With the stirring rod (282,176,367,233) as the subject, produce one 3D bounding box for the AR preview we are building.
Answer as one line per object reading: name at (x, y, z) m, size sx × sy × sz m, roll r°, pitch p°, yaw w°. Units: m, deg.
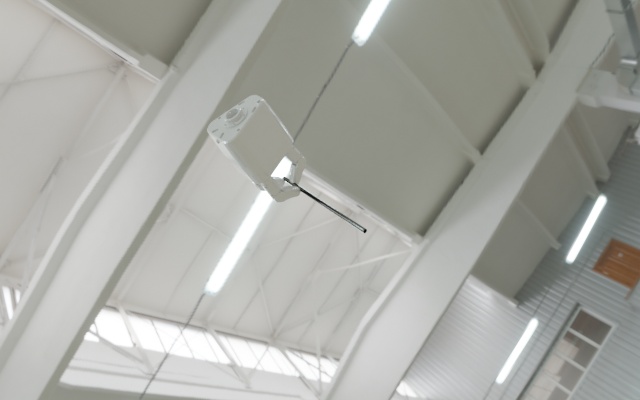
stirring rod at (0.000, 0.003, 0.859) m, size 0.011 × 0.011 × 0.239 m, roll 0°, pitch 23°, yaw -41°
